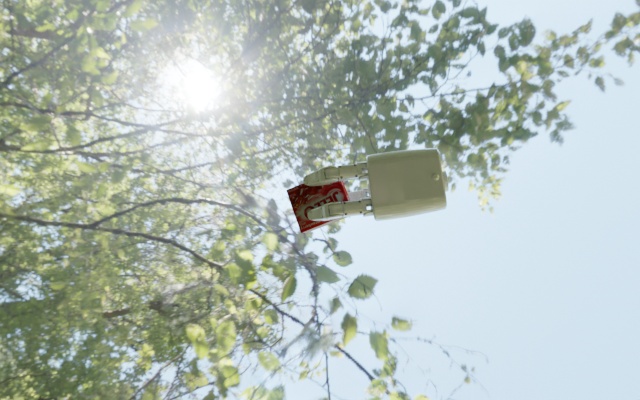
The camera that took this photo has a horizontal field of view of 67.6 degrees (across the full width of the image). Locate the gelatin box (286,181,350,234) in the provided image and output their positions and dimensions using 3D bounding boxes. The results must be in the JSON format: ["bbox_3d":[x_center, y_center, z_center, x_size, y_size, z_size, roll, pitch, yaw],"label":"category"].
[{"bbox_3d":[0.000,0.003,0.746,0.089,0.073,0.030,-22,-11,10],"label":"gelatin box"}]
